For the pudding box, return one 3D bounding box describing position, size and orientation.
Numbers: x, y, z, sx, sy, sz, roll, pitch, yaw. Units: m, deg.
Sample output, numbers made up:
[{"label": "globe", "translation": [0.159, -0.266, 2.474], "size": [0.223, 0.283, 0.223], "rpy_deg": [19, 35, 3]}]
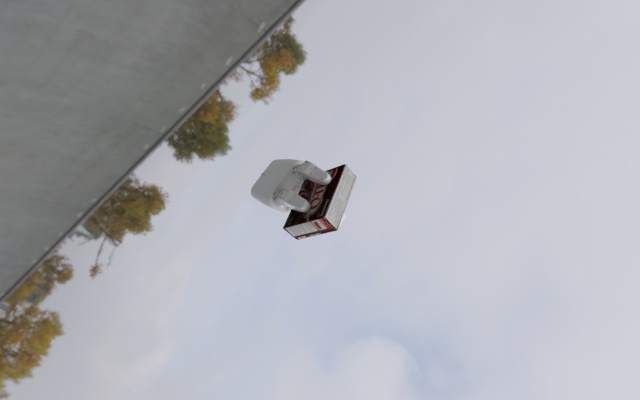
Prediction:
[{"label": "pudding box", "translation": [0.000, 0.003, 0.750], "size": [0.090, 0.113, 0.039], "rpy_deg": [-18, -49, 42]}]
